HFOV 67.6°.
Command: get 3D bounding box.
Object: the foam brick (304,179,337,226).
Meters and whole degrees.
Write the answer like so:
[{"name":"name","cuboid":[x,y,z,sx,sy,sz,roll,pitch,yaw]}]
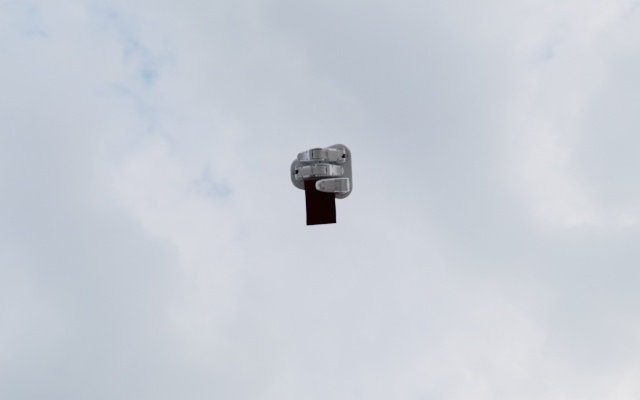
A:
[{"name":"foam brick","cuboid":[0.000,0.003,0.819,0.053,0.078,0.051,-3,-1,1]}]
